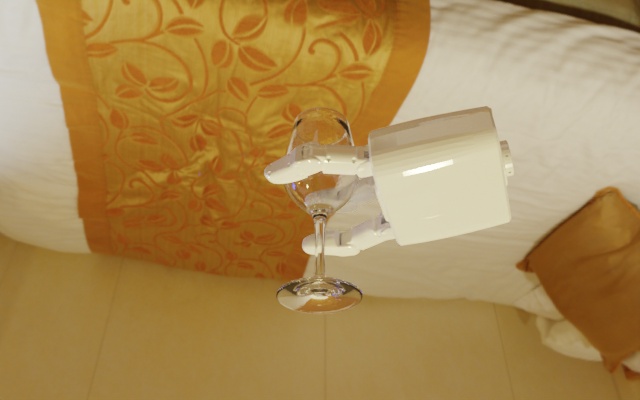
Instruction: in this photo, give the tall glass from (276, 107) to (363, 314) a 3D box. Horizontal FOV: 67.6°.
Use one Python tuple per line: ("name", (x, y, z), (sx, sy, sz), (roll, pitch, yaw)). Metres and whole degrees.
("tall glass", (0.000, 0.002, 0.465), (0.079, 0.201, 0.079), (0, -35, 0))
